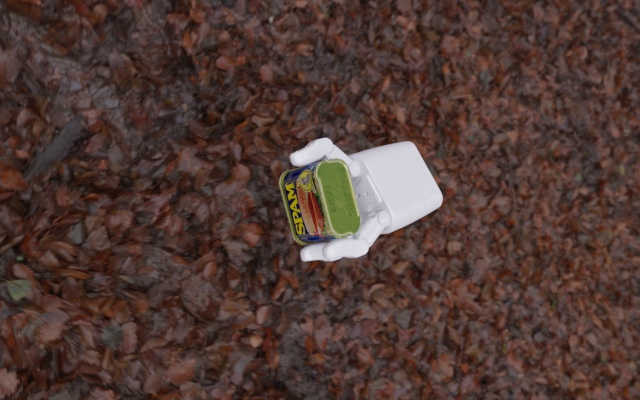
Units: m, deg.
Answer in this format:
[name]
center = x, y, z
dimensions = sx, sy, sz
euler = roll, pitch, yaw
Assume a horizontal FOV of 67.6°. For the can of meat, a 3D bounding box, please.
[can of meat]
center = 0.000, 0.002, 0.606
dimensions = 0.057, 0.102, 0.084
euler = -15, 1, -36
